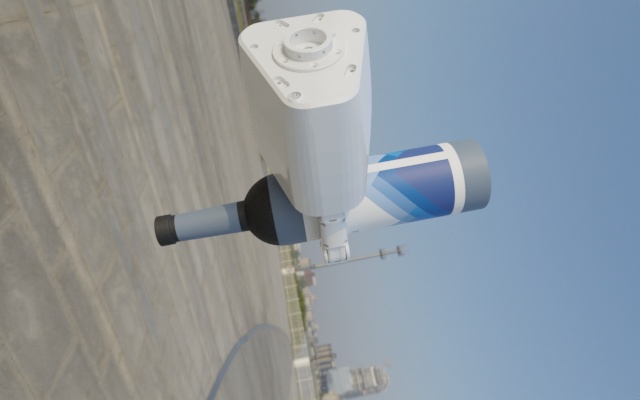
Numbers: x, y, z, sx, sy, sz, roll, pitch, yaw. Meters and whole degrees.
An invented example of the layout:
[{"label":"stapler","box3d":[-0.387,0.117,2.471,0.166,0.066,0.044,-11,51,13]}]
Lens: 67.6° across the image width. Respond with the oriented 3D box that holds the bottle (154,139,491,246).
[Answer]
[{"label":"bottle","box3d":[0.000,0.001,0.435,0.296,0.069,0.069,-10,1,-3]}]
